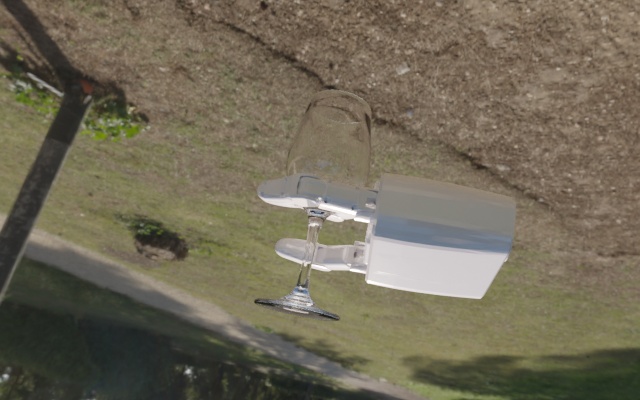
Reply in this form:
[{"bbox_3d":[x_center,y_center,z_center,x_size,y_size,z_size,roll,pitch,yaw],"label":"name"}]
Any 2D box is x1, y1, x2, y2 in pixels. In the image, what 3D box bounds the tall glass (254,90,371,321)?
[{"bbox_3d":[0.000,0.002,0.434,0.079,0.201,0.079,10,-19,4],"label":"tall glass"}]
